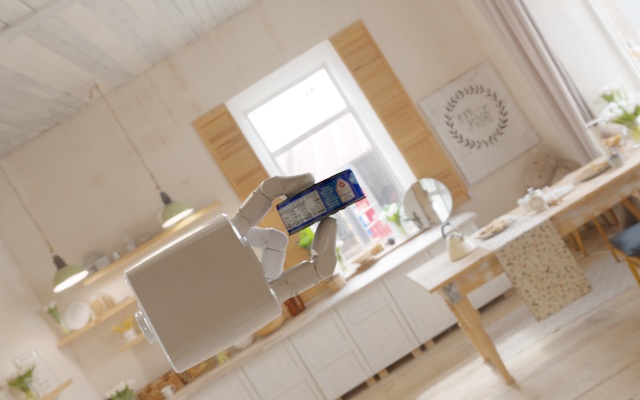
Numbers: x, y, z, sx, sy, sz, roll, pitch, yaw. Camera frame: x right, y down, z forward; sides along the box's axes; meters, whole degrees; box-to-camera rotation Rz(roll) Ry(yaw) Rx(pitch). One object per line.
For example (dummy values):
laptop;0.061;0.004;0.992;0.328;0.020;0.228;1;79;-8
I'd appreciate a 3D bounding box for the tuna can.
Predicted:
tuna can;0.000;0.001;0.472;0.086;0.034;0.086;-27;-2;-1
